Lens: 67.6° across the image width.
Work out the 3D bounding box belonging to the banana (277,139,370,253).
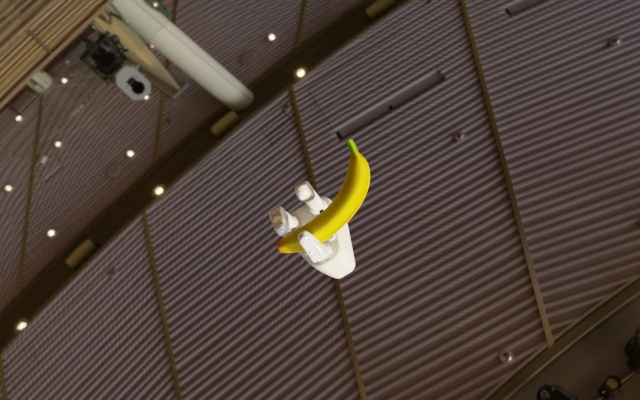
[{"bbox_3d":[0.016,0.009,0.704,0.069,0.198,0.037,35,0,21],"label":"banana"}]
